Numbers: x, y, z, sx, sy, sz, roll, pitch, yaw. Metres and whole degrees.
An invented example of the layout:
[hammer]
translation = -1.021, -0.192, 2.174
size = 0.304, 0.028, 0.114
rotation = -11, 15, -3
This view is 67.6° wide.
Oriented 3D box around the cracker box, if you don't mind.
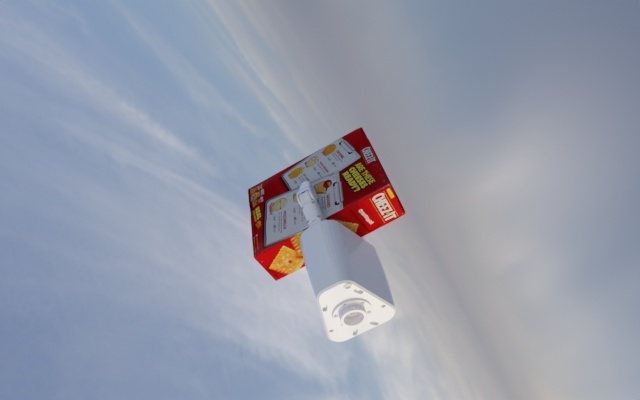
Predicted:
[cracker box]
translation = 0.000, 0.002, 0.719
size = 0.214, 0.072, 0.164
rotation = -28, 37, 9
